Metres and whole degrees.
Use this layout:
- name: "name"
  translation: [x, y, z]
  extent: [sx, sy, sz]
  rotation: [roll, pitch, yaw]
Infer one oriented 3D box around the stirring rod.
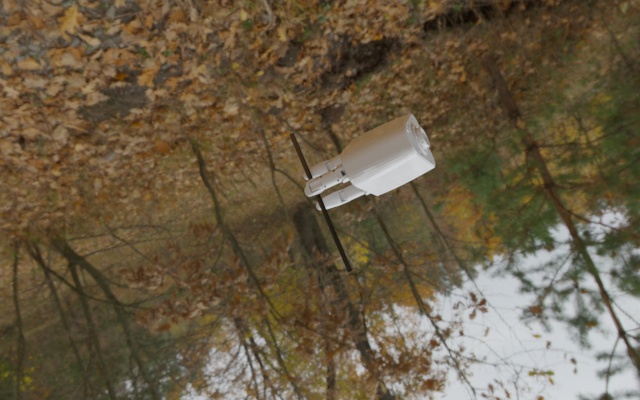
- name: "stirring rod"
  translation: [0.000, 0.002, 0.767]
  extent: [0.011, 0.239, 0.011]
  rotation: [-23, -4, -2]
